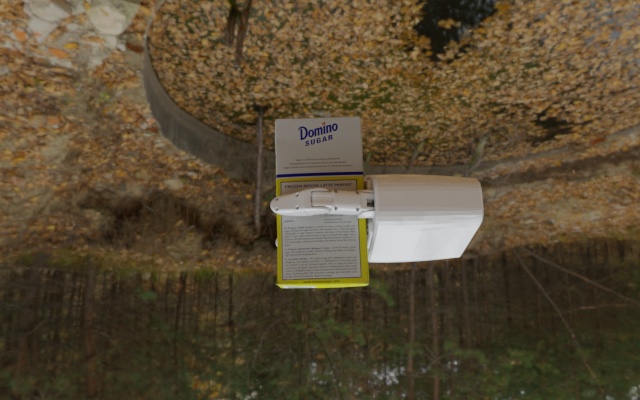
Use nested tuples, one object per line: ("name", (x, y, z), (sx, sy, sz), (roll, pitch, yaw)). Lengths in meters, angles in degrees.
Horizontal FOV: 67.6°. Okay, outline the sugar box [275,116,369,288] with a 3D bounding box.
("sugar box", (0.000, 0.002, 0.503), (0.093, 0.176, 0.048), (-1, -14, 1))
